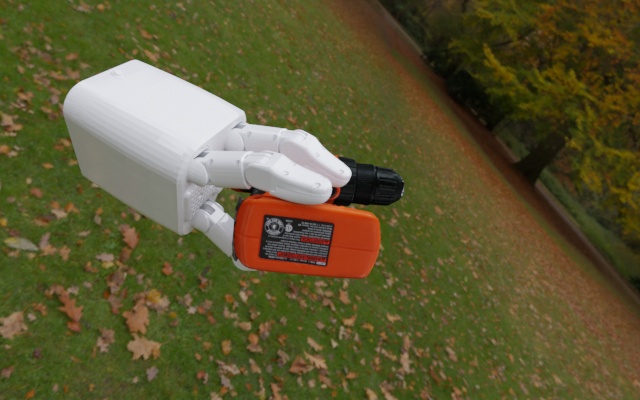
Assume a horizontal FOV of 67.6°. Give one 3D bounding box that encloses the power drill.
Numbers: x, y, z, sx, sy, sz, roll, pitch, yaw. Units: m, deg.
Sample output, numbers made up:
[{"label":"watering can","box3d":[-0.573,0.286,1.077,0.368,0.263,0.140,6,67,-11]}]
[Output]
[{"label":"power drill","box3d":[0.000,0.001,0.425,0.184,0.057,0.187,5,18,-6]}]
